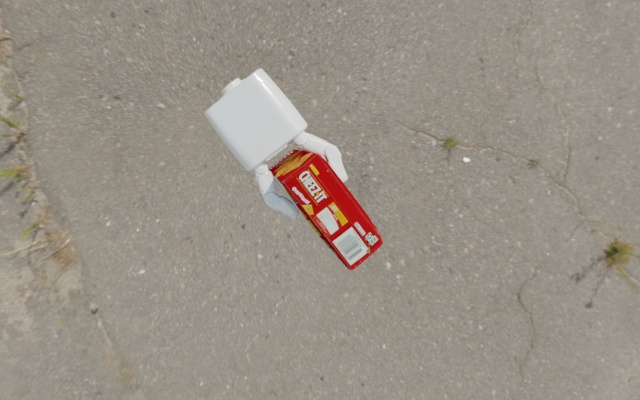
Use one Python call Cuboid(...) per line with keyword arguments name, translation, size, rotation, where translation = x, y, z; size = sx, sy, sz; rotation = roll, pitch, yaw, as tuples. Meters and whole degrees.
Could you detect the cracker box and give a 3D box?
Cuboid(name="cracker box", translation=(0.000, 0.003, 0.751), size=(0.072, 0.164, 0.213), rotation=(-38, 13, -4))
